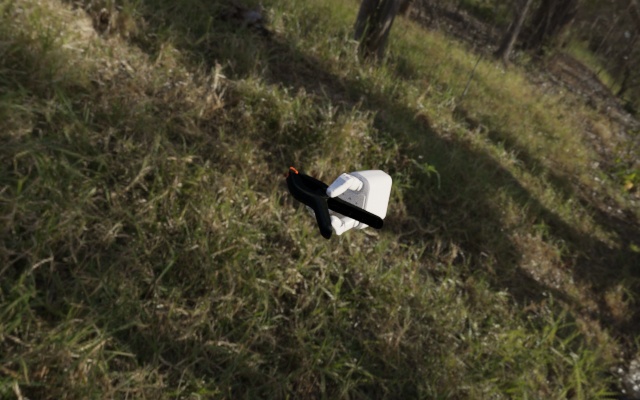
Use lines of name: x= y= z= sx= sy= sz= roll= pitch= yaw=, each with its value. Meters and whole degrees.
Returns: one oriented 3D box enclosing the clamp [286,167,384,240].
clamp: x=0.000 y=0.002 z=0.895 sx=0.210 sy=0.036 sz=0.164 roll=36 pitch=26 yaw=26
